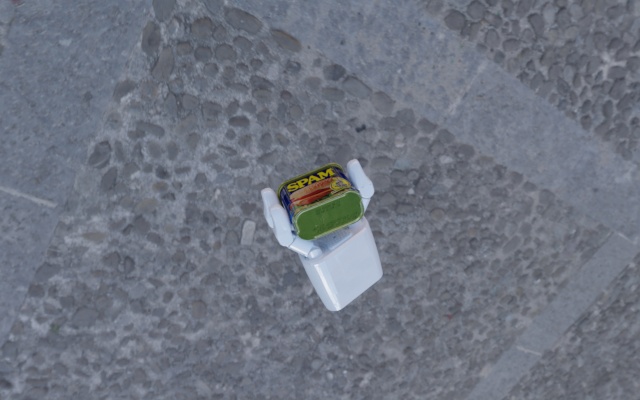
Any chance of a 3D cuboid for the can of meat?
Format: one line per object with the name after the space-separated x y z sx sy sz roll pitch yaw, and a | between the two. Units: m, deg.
0.000 0.002 0.652 0.102 0.057 0.084 -22 33 -6 | can of meat
